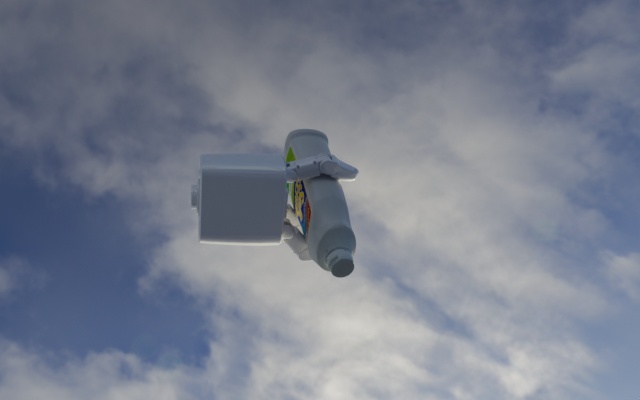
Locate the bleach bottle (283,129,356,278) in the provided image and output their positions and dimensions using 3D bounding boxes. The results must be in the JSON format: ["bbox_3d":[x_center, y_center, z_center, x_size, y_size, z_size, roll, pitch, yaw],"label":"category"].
[{"bbox_3d":[0.000,0.002,0.645,0.068,0.103,0.250,1,33,-16],"label":"bleach bottle"}]
